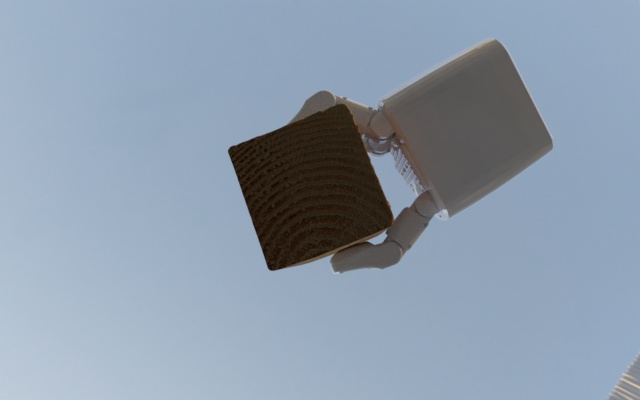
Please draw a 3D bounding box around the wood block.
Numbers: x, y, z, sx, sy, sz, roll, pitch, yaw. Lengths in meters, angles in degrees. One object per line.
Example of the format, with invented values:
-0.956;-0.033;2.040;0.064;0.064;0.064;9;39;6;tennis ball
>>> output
0.001;0.002;0.414;0.090;0.091;0.206;-21;-8;2;wood block
